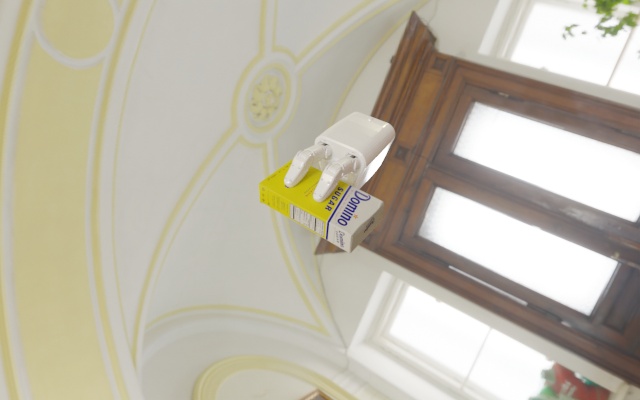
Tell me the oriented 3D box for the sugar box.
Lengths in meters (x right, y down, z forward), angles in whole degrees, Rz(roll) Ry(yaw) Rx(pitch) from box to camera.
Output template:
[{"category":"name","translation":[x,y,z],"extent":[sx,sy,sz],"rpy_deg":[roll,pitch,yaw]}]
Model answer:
[{"category":"sugar box","translation":[0.000,0.002,0.734],"extent":[0.176,0.048,0.093],"rpy_deg":[25,46,26]}]
